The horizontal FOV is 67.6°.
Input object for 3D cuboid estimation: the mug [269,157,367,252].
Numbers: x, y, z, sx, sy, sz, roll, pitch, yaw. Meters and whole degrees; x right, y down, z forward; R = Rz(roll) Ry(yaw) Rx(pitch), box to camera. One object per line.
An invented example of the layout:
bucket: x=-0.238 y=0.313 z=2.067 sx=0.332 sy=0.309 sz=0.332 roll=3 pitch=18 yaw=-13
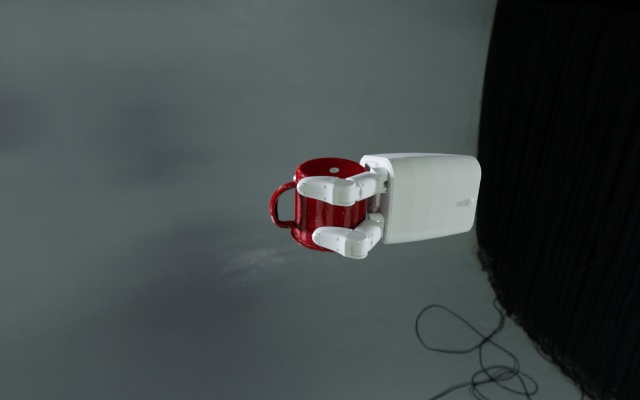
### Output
mug: x=-0.001 y=0.002 z=0.544 sx=0.117 sy=0.081 sz=0.093 roll=-4 pitch=26 yaw=-12
